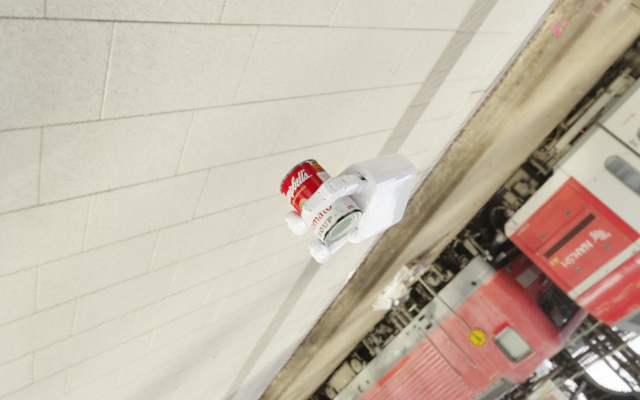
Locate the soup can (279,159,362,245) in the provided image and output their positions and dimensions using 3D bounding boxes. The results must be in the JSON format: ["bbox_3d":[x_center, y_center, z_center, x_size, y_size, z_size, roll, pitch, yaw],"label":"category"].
[{"bbox_3d":[0.000,0.002,0.652,0.068,0.102,0.068,-34,-23,-17],"label":"soup can"}]
